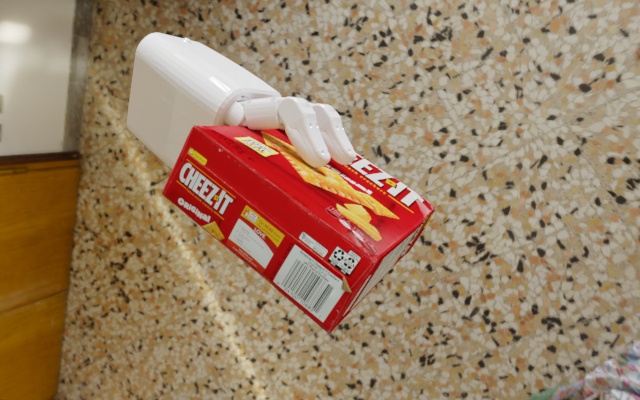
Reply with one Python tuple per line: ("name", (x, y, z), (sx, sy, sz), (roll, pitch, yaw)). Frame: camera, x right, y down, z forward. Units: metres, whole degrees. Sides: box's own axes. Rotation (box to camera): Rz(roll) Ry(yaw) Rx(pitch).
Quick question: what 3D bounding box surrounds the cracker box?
("cracker box", (0.000, 0.002, 0.420), (0.164, 0.072, 0.213), (37, 21, 14))
